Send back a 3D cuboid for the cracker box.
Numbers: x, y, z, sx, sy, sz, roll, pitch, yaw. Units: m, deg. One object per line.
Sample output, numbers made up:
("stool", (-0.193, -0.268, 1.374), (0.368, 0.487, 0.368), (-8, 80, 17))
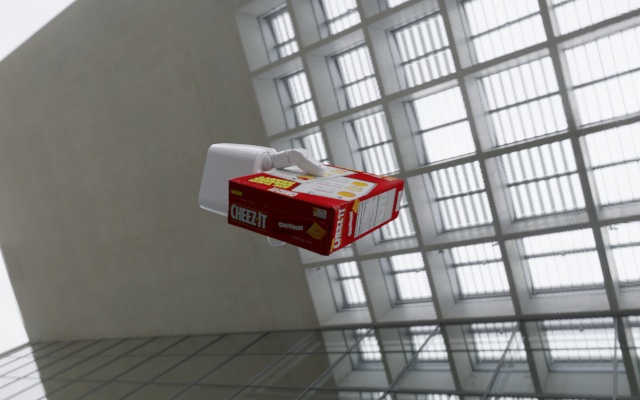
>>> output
("cracker box", (0.000, 0.002, 0.679), (0.164, 0.072, 0.213), (14, 18, 29))
